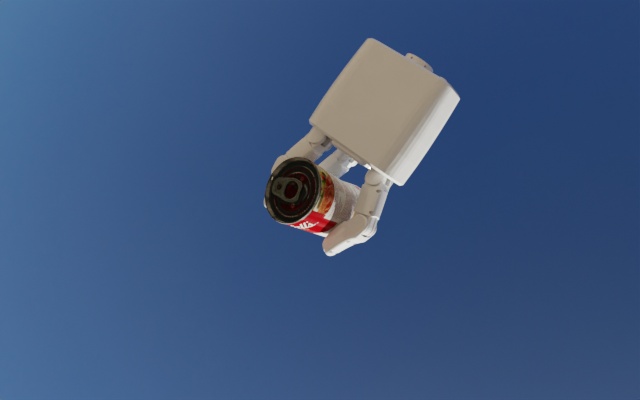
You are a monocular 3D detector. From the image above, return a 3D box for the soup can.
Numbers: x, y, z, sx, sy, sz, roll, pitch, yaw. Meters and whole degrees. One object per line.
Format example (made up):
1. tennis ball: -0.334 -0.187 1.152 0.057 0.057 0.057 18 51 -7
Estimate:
1. soup can: 0.000 0.002 0.502 0.068 0.068 0.102 0 -14 36
